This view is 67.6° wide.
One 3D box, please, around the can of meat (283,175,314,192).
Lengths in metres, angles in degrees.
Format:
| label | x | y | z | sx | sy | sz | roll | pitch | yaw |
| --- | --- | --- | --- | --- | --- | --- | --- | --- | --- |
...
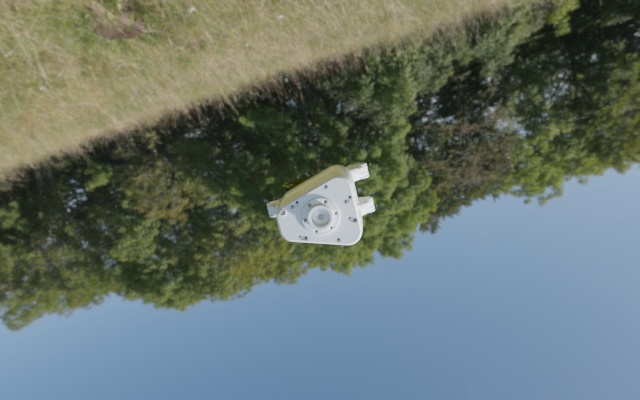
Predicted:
| label | x | y | z | sx | sy | sz | roll | pitch | yaw |
| --- | --- | --- | --- | --- | --- | --- | --- | --- | --- |
| can of meat | 0.000 | 0.003 | 0.757 | 0.102 | 0.084 | 0.057 | -13 | 9 | 2 |
